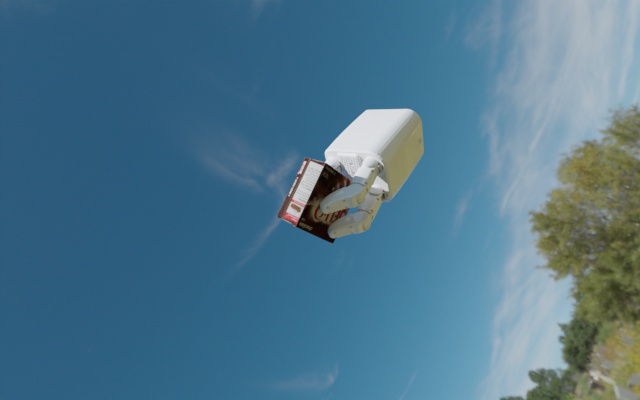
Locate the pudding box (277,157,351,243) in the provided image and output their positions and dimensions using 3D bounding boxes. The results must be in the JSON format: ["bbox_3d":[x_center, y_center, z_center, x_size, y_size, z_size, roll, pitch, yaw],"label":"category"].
[{"bbox_3d":[0.000,0.002,0.645,0.039,0.090,0.113,22,-4,33],"label":"pudding box"}]
